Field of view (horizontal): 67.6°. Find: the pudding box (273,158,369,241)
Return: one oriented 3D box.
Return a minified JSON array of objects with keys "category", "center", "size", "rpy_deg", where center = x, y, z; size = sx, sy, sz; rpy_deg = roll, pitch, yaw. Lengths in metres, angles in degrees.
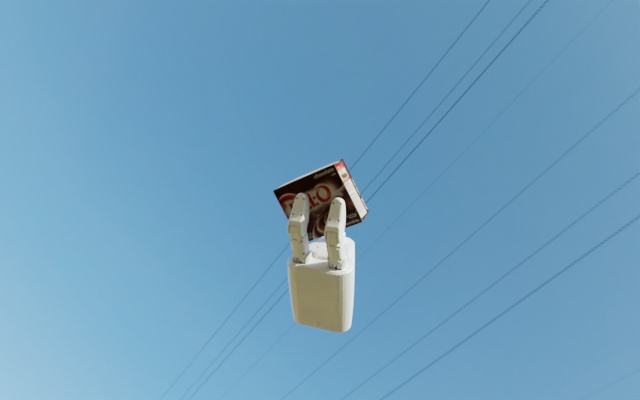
[{"category":"pudding box","center":[0.000,0.002,0.682],"size":[0.113,0.090,0.039],"rpy_deg":[-23,10,28]}]
